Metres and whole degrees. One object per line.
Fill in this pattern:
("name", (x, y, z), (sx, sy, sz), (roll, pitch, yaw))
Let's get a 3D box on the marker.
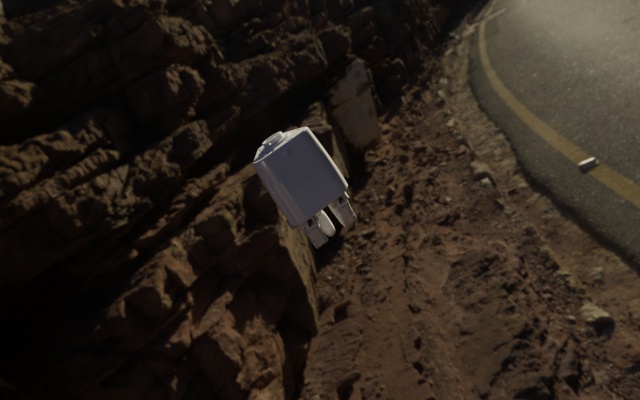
("marker", (0.000, 0.002, 0.735), (0.121, 0.020, 0.020), (-37, 6, -8))
